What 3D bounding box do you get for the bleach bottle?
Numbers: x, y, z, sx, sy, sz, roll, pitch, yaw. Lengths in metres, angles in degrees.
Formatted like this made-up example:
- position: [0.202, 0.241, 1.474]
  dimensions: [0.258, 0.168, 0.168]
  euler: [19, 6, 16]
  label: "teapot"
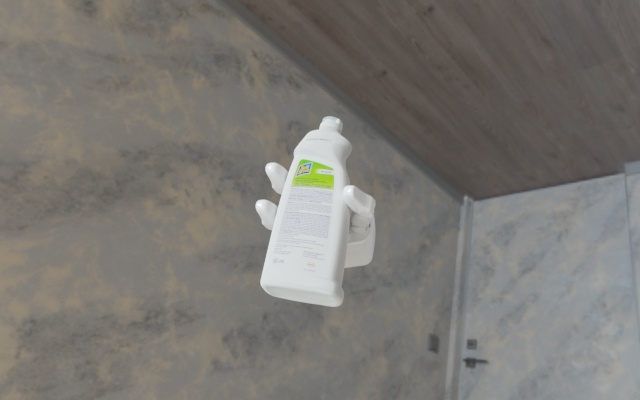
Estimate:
- position: [0.000, 0.002, 0.616]
  dimensions: [0.102, 0.250, 0.068]
  euler: [7, -26, 12]
  label: "bleach bottle"
